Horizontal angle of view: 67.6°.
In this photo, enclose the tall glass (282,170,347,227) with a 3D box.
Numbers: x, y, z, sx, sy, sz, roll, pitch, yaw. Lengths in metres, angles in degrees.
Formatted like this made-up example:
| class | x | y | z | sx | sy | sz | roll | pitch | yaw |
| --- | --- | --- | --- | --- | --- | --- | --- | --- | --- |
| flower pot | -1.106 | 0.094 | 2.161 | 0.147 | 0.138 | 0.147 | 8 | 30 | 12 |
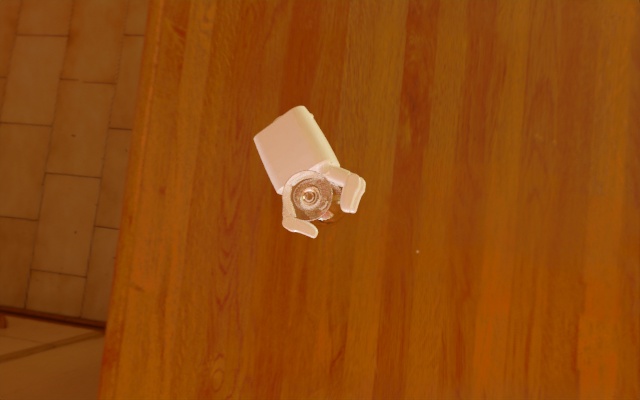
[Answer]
| class | x | y | z | sx | sy | sz | roll | pitch | yaw |
| --- | --- | --- | --- | --- | --- | --- | --- | --- | --- |
| tall glass | 0.000 | 0.003 | 0.779 | 0.079 | 0.079 | 0.201 | 0 | -6 | 12 |
